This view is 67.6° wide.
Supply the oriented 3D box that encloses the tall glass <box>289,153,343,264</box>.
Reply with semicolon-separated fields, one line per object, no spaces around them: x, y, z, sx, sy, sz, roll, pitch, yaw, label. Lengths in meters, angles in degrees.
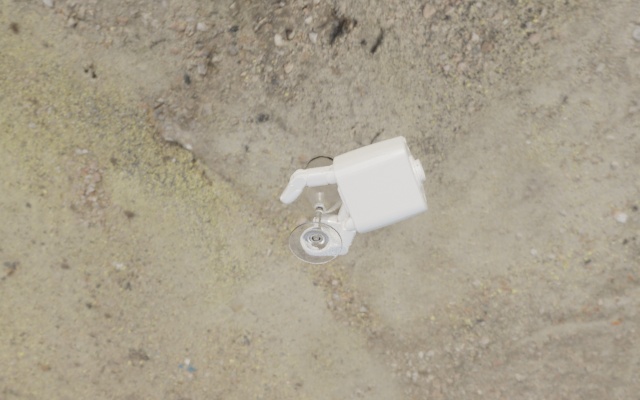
0.000;0.003;0.737;0.079;0.079;0.201;0;35;4;tall glass
